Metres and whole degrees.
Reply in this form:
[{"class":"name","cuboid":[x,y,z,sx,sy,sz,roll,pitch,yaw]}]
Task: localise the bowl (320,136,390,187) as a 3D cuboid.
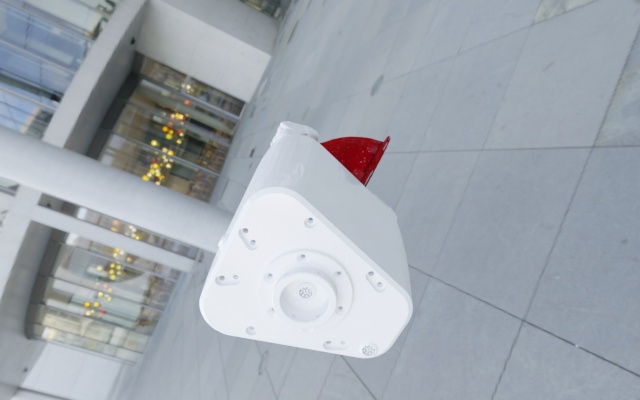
[{"class":"bowl","cuboid":[0.000,0.001,0.431,0.055,0.162,0.162,29,1,3]}]
